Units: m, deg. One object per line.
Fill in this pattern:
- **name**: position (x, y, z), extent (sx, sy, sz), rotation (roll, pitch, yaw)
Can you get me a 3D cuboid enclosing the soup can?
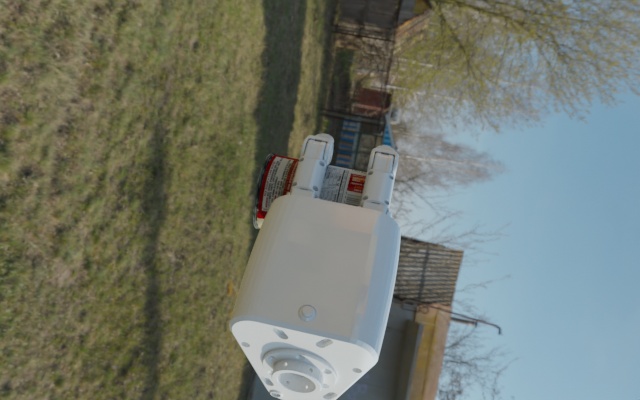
- **soup can**: position (0.000, 0.001, 0.415), extent (0.102, 0.068, 0.068), rotation (11, 1, 6)
